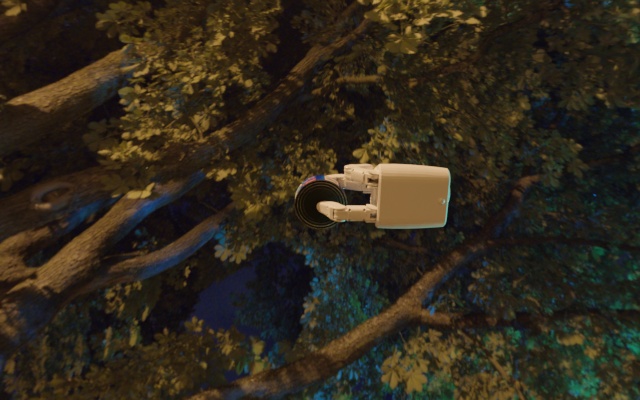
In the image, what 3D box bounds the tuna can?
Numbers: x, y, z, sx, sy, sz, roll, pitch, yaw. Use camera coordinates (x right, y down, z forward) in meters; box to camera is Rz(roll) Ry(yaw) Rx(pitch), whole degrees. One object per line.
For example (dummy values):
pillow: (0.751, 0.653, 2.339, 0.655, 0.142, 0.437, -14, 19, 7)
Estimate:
tuna can: (0.000, 0.002, 0.782, 0.086, 0.086, 0.033, 0, 19, -2)
